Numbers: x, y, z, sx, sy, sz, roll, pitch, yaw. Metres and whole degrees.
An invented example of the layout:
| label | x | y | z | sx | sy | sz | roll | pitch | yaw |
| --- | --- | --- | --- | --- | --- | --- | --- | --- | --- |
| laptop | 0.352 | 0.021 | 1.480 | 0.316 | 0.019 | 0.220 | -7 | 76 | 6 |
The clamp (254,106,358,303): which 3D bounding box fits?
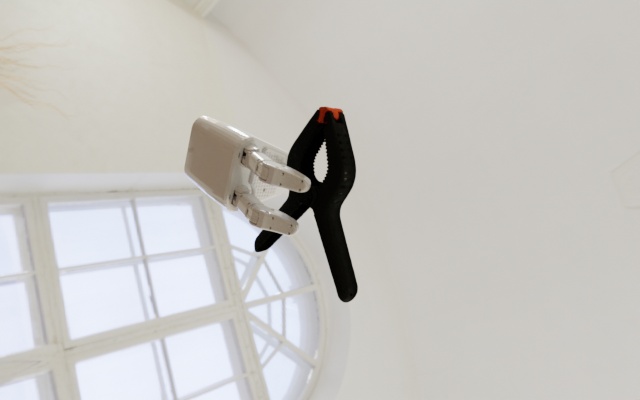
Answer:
| label | x | y | z | sx | sy | sz | roll | pitch | yaw |
| --- | --- | --- | --- | --- | --- | --- | --- | --- | --- |
| clamp | 0.001 | 0.001 | 0.547 | 0.164 | 0.210 | 0.036 | 30 | 23 | 35 |
